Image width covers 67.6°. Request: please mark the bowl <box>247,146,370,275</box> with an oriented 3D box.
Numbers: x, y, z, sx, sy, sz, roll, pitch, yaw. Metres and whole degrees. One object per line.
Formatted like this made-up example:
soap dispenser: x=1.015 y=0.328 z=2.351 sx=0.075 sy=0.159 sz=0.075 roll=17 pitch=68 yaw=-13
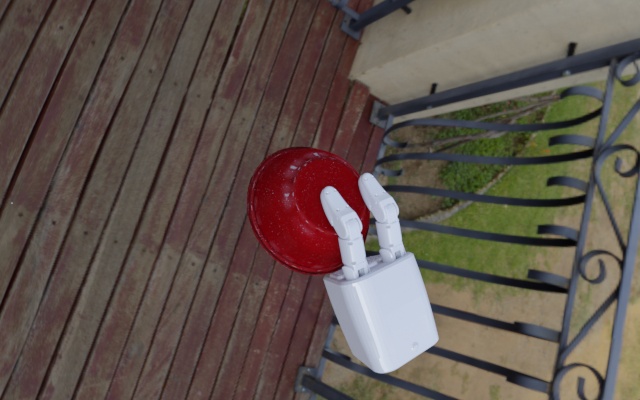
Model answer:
bowl: x=-0.001 y=0.001 z=0.551 sx=0.162 sy=0.162 sz=0.055 roll=0 pitch=-18 yaw=-27
